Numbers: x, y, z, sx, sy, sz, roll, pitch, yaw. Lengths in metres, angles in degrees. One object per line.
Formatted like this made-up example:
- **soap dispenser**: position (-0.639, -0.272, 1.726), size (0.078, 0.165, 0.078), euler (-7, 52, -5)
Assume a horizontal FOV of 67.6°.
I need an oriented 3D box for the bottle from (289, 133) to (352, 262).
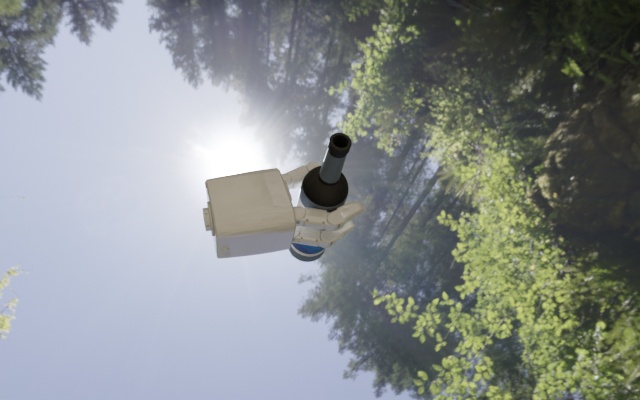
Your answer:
- **bottle**: position (0.000, 0.002, 0.697), size (0.069, 0.069, 0.296), euler (0, -30, -11)
